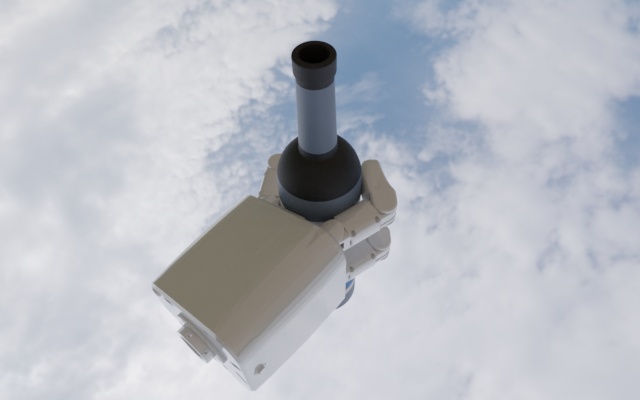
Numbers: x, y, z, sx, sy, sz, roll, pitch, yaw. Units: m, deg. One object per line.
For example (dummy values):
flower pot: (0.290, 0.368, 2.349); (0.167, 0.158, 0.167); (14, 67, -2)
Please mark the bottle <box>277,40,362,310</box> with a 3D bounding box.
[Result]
bottle: (0.000, 0.001, 0.401); (0.069, 0.069, 0.296); (0, -37, 2)
